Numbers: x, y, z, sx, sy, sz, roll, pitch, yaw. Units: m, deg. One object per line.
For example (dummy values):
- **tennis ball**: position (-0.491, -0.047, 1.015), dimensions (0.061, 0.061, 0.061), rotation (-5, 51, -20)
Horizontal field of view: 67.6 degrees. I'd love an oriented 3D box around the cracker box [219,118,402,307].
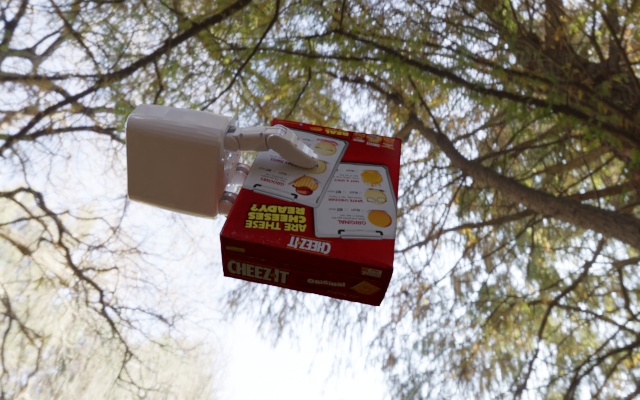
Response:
- **cracker box**: position (0.000, 0.001, 0.529), dimensions (0.164, 0.072, 0.213), rotation (10, 42, 3)
